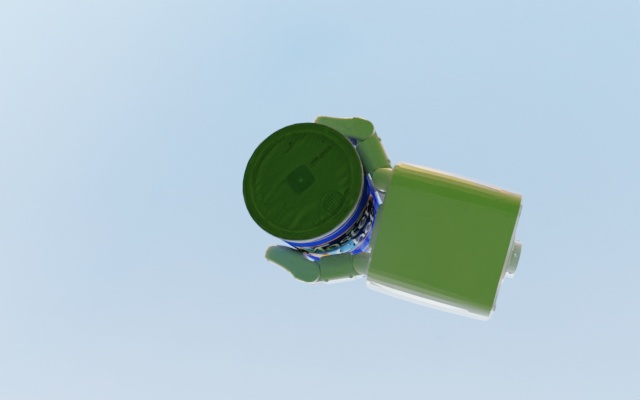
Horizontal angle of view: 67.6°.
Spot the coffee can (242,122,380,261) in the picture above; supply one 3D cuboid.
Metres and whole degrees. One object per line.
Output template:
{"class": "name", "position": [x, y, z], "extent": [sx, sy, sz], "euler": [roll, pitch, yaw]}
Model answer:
{"class": "coffee can", "position": [0.000, 0.001, 0.454], "extent": [0.103, 0.102, 0.140], "euler": [0, -16, 14]}
